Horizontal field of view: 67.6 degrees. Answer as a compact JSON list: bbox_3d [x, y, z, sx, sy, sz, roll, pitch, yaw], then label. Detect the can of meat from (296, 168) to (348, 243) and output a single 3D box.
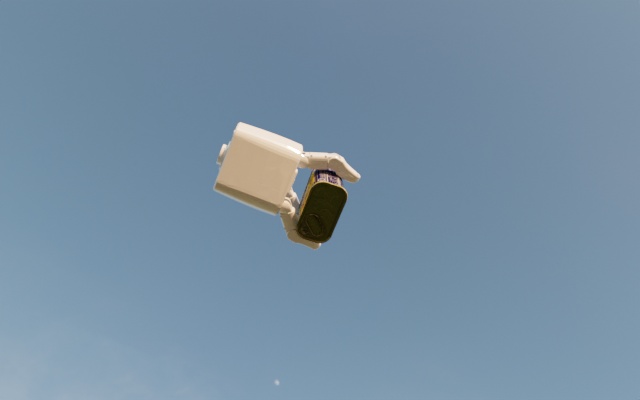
[{"bbox_3d":[0.000,0.002,0.757,0.057,0.102,0.084,17,23,-10],"label":"can of meat"}]
